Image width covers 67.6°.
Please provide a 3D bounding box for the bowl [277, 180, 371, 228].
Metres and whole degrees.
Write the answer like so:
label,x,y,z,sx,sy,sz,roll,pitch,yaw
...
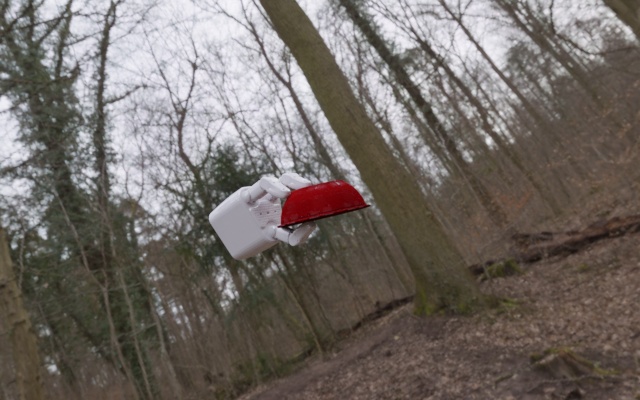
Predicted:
label,x,y,z,sx,sy,sz,roll,pitch,yaw
bowl,0.001,0.002,0.803,0.162,0.055,0.162,-13,-3,-1
